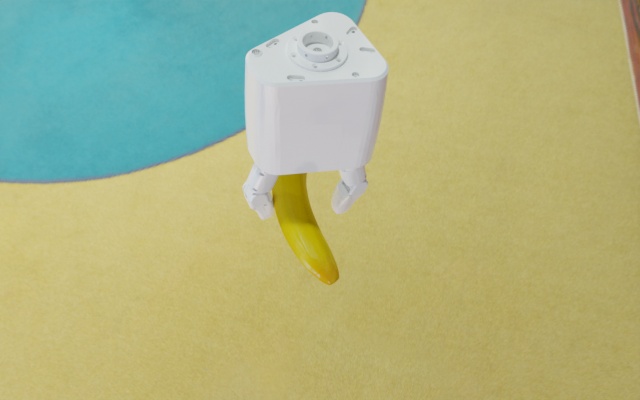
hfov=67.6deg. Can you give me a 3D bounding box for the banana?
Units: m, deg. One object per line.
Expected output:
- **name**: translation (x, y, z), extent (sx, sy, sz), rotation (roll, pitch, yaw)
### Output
- **banana**: translation (-0.018, -0.003, 0.513), extent (0.069, 0.197, 0.037), rotation (6, -37, -11)
